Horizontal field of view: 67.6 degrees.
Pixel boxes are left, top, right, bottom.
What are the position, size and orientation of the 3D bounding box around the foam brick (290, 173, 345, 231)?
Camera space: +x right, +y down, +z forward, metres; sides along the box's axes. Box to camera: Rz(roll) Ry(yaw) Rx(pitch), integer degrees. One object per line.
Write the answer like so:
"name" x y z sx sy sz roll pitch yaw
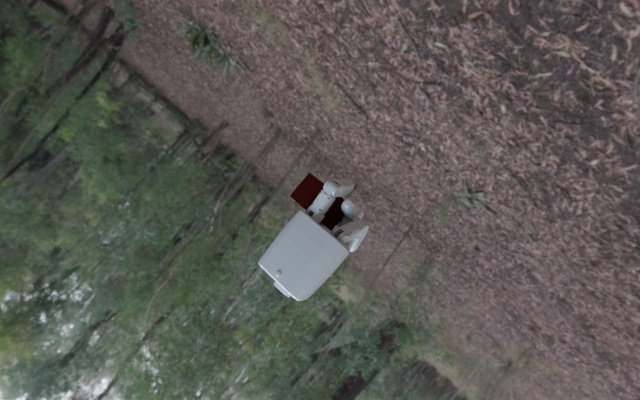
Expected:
"foam brick" 0.000 0.002 0.772 0.078 0.051 0.053 39 -3 28
